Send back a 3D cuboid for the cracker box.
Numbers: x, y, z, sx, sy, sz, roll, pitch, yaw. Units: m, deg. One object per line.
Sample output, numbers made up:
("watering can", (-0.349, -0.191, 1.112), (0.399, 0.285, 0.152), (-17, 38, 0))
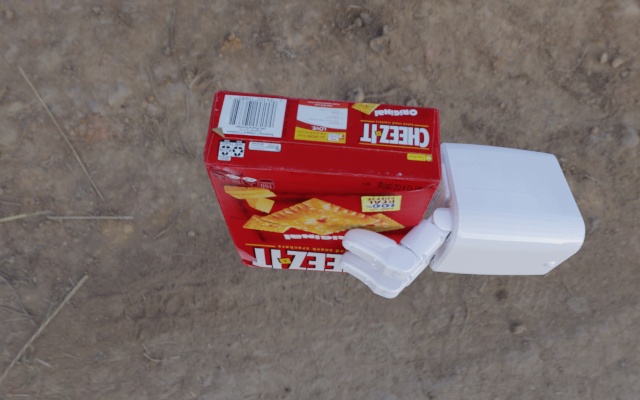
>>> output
("cracker box", (0.000, 0.001, 0.422), (0.164, 0.072, 0.214), (4, -27, 1))
